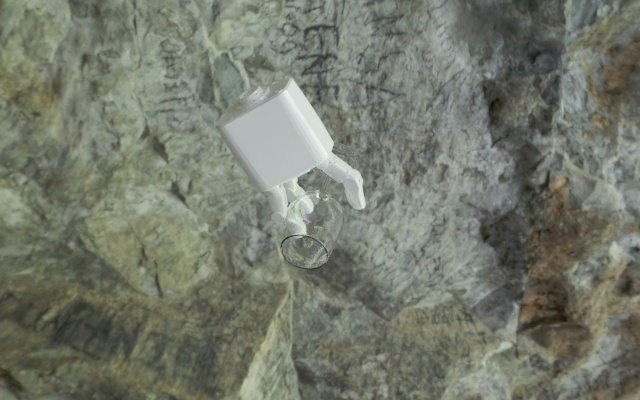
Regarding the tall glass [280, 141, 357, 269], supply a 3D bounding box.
[{"bbox_3d":[0.000,0.002,0.667,0.079,0.079,0.201,0,40,15],"label":"tall glass"}]
